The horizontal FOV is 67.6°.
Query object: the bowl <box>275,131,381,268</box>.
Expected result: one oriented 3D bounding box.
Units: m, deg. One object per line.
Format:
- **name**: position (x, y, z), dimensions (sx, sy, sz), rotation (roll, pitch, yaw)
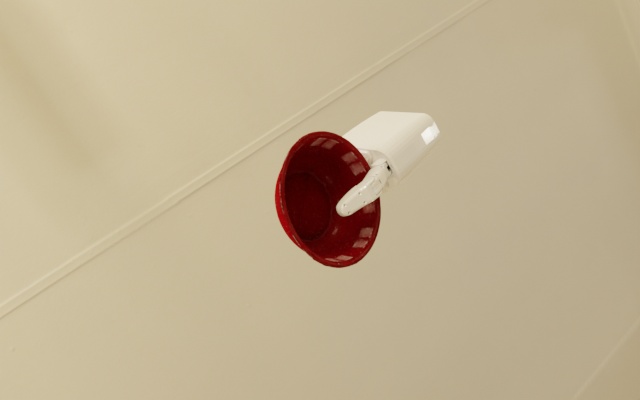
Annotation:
- **bowl**: position (-0.001, 0.002, 0.572), dimensions (0.162, 0.162, 0.055), rotation (0, -10, -44)
